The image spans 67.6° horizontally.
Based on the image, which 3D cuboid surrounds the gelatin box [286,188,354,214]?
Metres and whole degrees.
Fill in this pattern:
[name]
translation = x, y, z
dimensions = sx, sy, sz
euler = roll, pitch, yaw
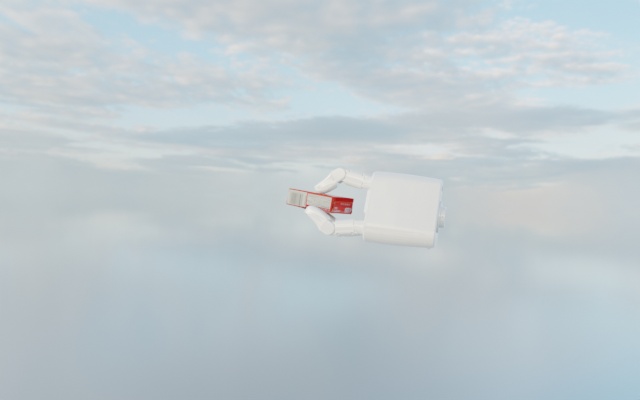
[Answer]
[gelatin box]
translation = 0.000, 0.002, 0.795
dimensions = 0.089, 0.030, 0.073
euler = 11, 3, 29
